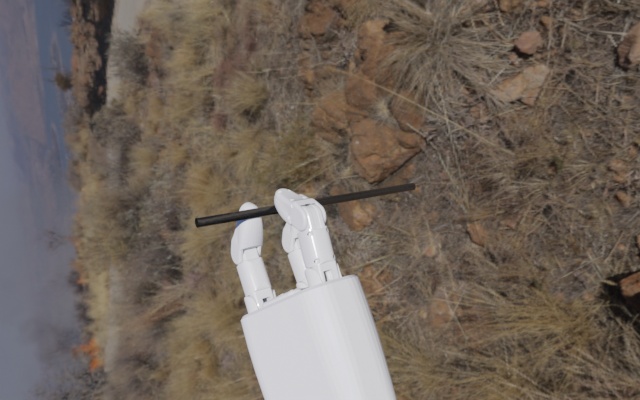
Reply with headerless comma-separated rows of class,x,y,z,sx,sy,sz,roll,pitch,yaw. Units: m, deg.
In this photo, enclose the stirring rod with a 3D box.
stirring rod,0.000,0.001,0.449,0.239,0.011,0.011,-9,5,-33
